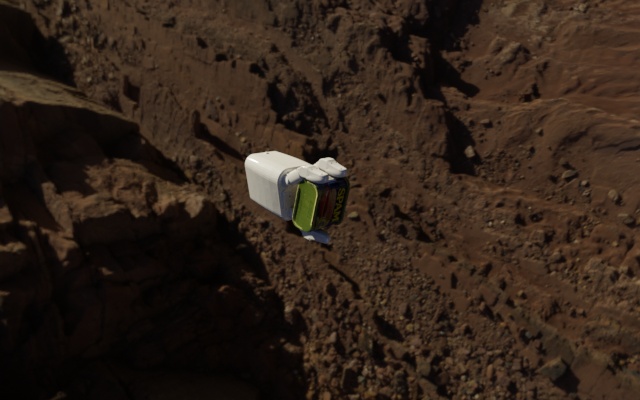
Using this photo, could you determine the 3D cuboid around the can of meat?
[{"bbox_3d":[0.000,0.003,0.875,0.057,0.102,0.084,30,30,36],"label":"can of meat"}]
